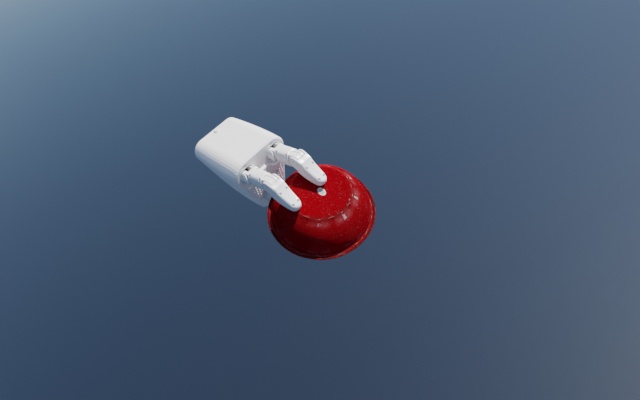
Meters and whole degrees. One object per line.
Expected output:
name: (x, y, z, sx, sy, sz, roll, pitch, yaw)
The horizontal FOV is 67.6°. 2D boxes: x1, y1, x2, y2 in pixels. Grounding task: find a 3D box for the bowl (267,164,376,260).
bowl: (0.001, 0.002, 0.690, 0.162, 0.162, 0.055, 0, -33, 2)
